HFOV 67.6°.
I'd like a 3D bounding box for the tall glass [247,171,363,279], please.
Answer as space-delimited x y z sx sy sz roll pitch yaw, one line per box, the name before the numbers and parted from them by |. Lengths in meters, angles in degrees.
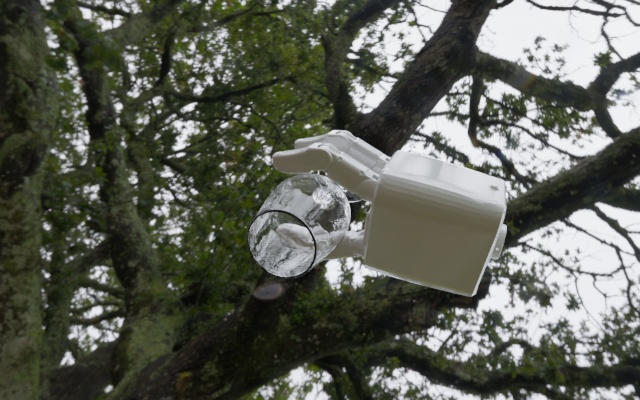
tall glass | 0.000 0.001 0.472 0.079 0.079 0.201 0 20 20
